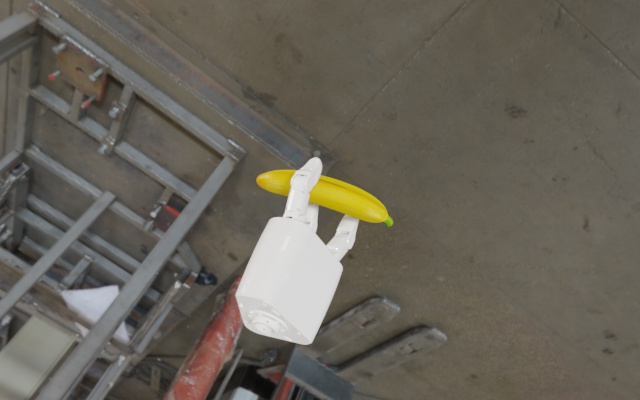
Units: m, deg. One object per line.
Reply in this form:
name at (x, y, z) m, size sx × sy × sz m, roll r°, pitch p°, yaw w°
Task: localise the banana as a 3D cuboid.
banana at (0.005, -0.005, 0.632) m, size 0.198 × 0.037 × 0.070 m, roll 20°, pitch -28°, yaw 4°
